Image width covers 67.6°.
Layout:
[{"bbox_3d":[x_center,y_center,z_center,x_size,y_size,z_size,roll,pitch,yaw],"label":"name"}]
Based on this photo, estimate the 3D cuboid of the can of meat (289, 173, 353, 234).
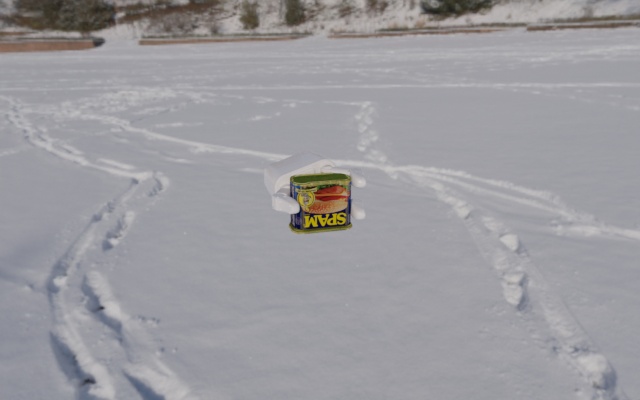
[{"bbox_3d":[0.000,0.002,0.766,0.102,0.084,0.057,-5,18,-15],"label":"can of meat"}]
